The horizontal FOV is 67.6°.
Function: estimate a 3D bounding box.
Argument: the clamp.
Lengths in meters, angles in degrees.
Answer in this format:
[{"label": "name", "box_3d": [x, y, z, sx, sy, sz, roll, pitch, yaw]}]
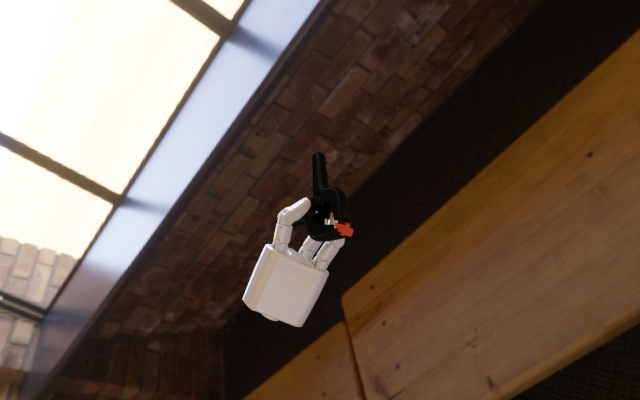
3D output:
[{"label": "clamp", "box_3d": [0.000, 0.003, 0.816, 0.036, 0.164, 0.210, 25, 1, -31]}]
